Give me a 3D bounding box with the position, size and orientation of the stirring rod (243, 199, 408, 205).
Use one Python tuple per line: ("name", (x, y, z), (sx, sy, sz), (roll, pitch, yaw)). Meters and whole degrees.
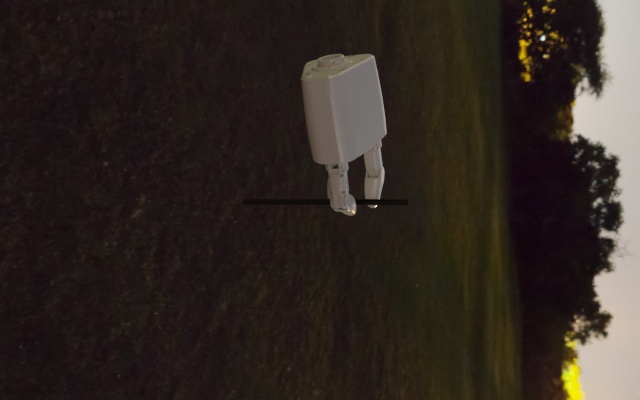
("stirring rod", (0.000, 0.002, 0.663), (0.239, 0.011, 0.011), (0, 0, 21))
